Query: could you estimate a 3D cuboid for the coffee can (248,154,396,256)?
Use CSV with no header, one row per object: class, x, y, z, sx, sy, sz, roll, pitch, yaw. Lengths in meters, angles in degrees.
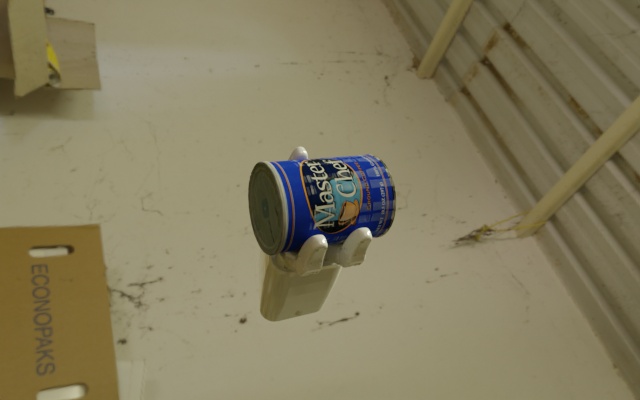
coffee can,0.000,0.002,0.549,0.140,0.103,0.103,-7,3,-27
